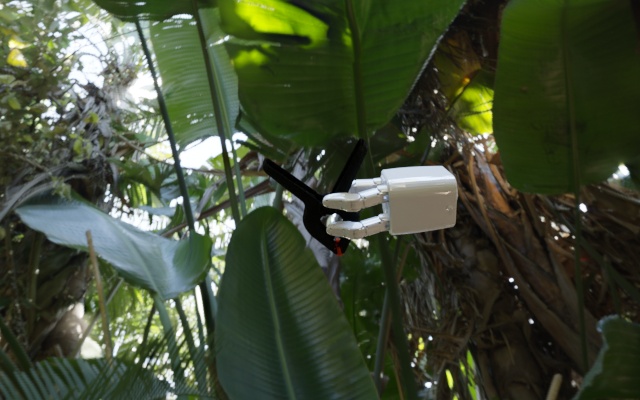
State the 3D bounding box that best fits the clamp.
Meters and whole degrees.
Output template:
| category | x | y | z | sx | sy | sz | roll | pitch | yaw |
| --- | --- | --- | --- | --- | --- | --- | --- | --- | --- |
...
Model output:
| category | x | y | z | sx | sy | sz | roll | pitch | yaw |
| --- | --- | --- | --- | --- | --- | --- | --- | --- | --- |
| clamp | 0.000 | 0.003 | 0.779 | 0.164 | 0.210 | 0.036 | -5 | 32 | 5 |
